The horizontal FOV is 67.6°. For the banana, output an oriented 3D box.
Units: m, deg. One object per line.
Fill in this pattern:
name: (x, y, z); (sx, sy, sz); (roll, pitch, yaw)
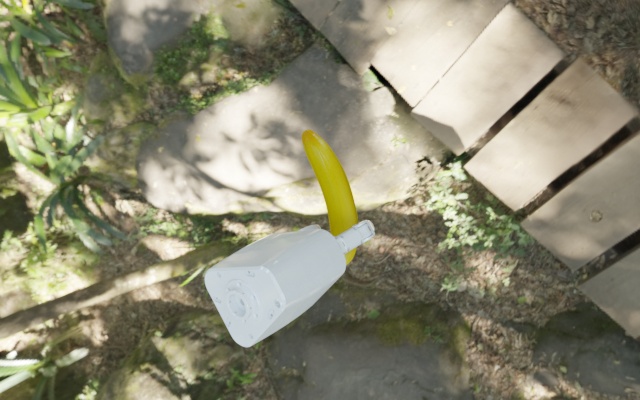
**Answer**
banana: (0.015, 0.006, 0.615); (0.069, 0.198, 0.037); (2, 18, 38)
